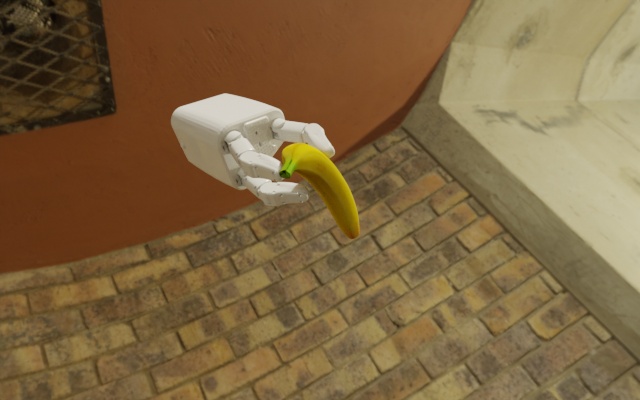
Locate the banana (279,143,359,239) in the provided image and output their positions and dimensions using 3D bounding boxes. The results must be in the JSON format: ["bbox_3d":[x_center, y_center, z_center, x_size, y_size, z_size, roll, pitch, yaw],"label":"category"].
[{"bbox_3d":[0.002,-0.017,0.575,0.037,0.069,0.198,-2,-24,29],"label":"banana"}]
